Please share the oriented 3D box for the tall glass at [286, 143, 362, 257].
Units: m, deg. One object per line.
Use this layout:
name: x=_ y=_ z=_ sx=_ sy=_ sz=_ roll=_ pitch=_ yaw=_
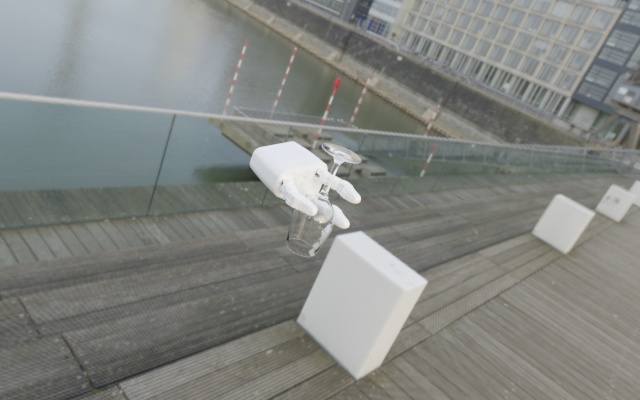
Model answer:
tall glass: x=0.000 y=0.002 z=0.856 sx=0.079 sy=0.201 sz=0.079 roll=20 pitch=21 yaw=-8
